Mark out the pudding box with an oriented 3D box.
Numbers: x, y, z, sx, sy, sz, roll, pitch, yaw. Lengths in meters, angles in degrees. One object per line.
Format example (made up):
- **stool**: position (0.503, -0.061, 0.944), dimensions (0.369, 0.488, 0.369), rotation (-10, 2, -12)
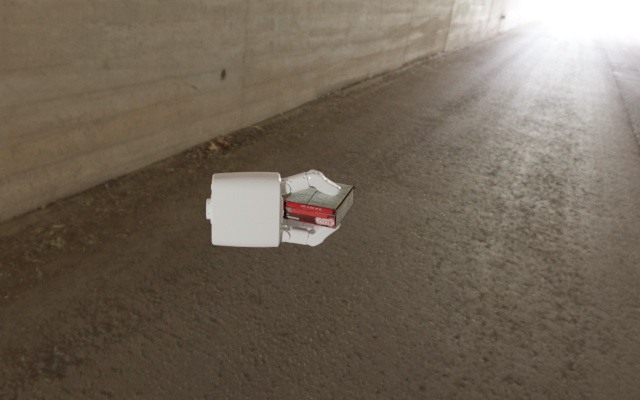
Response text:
- **pudding box**: position (0.000, 0.002, 0.791), dimensions (0.090, 0.039, 0.113), rotation (11, 27, 16)
